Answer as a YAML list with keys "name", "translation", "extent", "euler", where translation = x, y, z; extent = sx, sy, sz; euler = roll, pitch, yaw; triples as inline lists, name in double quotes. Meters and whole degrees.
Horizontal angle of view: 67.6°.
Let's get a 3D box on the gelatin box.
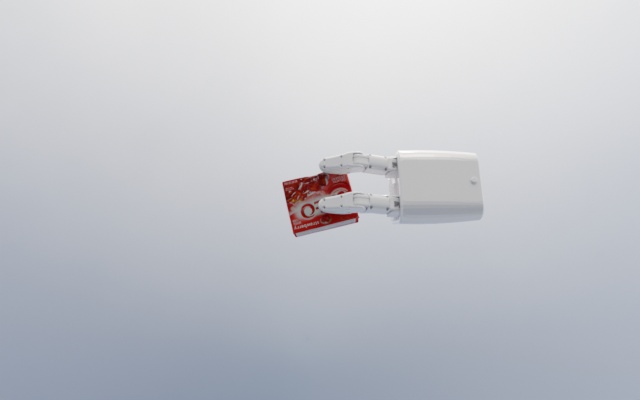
- name: "gelatin box"
  translation: [0.000, 0.002, 0.633]
  extent: [0.089, 0.073, 0.030]
  euler: [-14, -16, 0]
